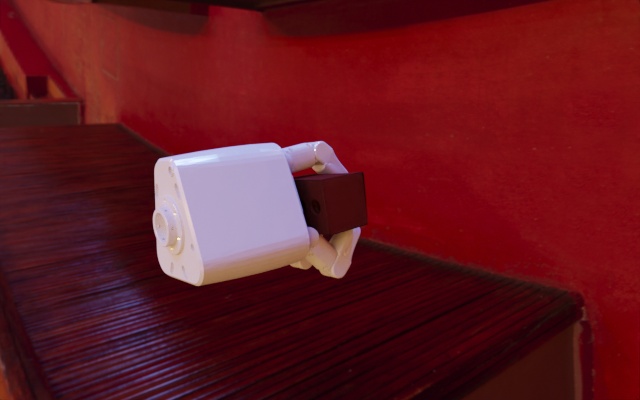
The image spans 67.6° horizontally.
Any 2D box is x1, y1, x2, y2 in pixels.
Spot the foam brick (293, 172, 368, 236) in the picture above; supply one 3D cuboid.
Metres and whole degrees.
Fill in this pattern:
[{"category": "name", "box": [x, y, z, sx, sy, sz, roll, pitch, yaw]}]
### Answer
[{"category": "foam brick", "box": [0.000, 0.001, 0.466, 0.051, 0.053, 0.078, -13, 9, -39]}]
